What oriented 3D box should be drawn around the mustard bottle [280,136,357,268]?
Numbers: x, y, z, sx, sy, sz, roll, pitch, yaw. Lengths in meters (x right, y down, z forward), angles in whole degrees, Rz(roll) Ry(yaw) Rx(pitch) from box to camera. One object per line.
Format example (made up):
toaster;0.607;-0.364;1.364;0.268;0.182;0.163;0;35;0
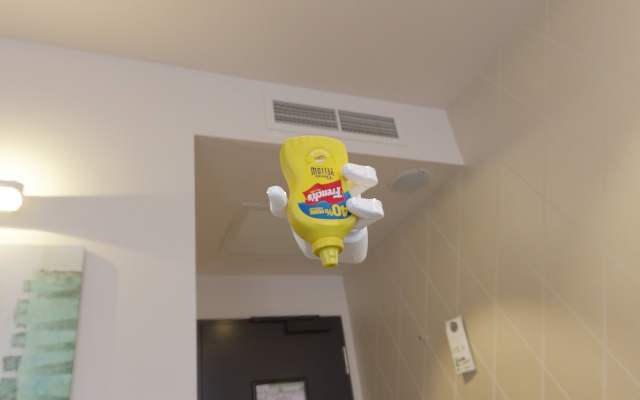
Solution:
mustard bottle;0.000;0.002;0.662;0.096;0.191;0.058;2;-30;-19
